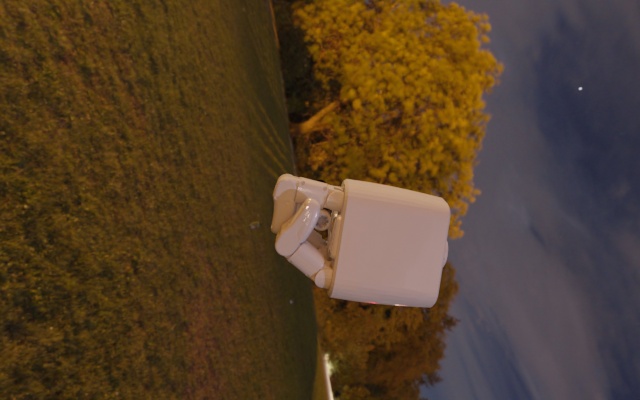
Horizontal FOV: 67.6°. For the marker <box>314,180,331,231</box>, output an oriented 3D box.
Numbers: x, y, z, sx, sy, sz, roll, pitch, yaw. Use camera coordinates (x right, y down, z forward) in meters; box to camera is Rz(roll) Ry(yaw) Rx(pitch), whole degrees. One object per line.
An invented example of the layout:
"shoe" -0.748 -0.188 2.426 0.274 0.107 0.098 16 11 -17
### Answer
"marker" 0.000 0.002 0.518 0.020 0.020 0.121 0 19 -1
